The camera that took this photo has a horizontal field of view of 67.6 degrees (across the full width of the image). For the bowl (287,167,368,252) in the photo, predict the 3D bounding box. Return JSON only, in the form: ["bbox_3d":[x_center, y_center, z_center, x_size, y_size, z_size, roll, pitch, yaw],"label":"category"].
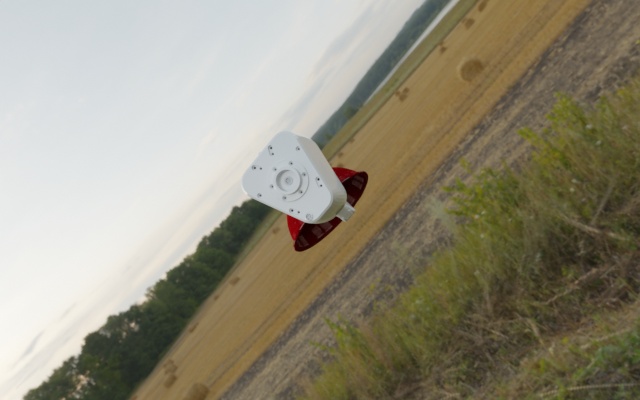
[{"bbox_3d":[0.000,0.003,0.740,0.055,0.162,0.162,42,16,18],"label":"bowl"}]
